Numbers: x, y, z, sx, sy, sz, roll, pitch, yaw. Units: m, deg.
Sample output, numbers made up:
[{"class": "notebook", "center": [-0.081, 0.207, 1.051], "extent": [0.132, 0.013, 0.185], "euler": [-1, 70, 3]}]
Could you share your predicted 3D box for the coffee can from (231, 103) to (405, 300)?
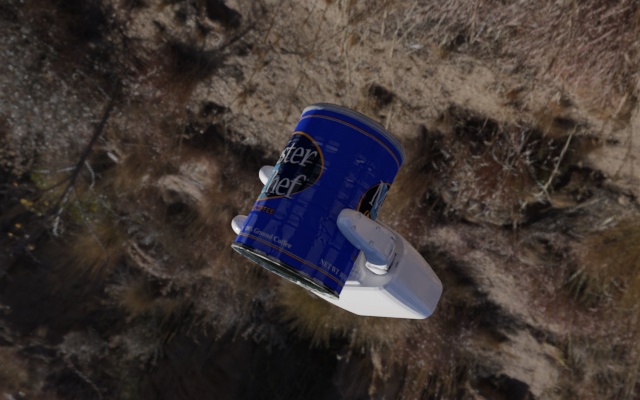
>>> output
[{"class": "coffee can", "center": [0.000, 0.001, 0.421], "extent": [0.103, 0.140, 0.103], "euler": [25, -14, 7]}]
